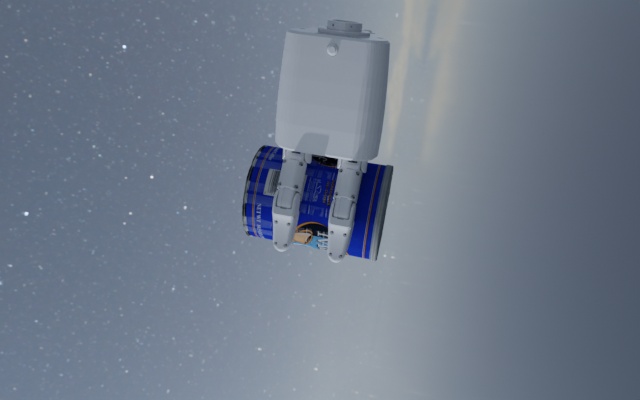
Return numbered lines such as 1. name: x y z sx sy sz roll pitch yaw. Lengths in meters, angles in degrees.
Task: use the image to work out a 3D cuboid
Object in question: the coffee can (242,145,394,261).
1. coffee can: 0.000 0.002 0.513 0.140 0.103 0.103 10 2 9
